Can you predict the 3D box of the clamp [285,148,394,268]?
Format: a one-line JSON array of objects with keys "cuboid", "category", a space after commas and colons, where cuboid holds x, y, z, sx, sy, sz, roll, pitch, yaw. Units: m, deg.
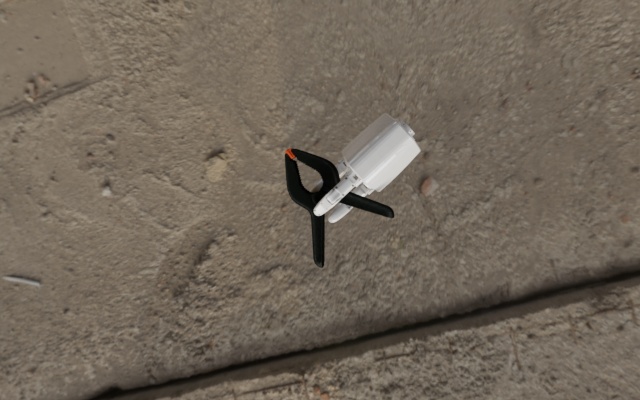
[{"cuboid": [0.000, 0.002, 0.828, 0.164, 0.210, 0.036, -43, -1, 10], "category": "clamp"}]
